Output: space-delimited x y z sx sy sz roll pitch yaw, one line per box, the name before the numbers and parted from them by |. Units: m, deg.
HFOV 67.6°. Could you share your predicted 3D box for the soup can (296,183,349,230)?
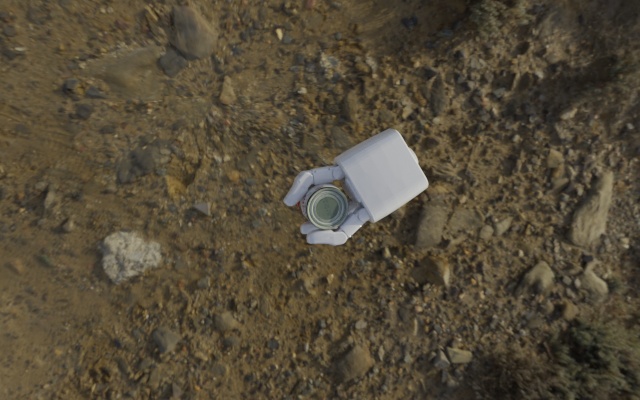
soup can | 0.000 0.003 0.756 0.068 0.068 0.102 0 12 -13
